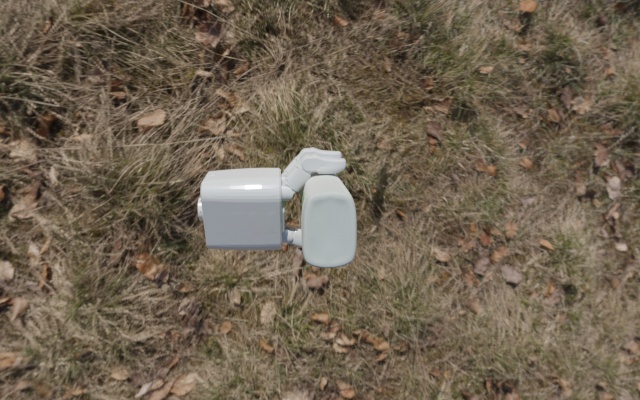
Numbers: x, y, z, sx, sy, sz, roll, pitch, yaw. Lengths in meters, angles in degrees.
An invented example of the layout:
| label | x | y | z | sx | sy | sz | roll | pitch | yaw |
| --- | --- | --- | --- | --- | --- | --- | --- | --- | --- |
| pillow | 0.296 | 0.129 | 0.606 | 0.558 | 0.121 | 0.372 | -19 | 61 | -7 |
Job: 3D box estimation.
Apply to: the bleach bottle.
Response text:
| label | x | y | z | sx | sy | sz | roll | pitch | yaw |
| --- | --- | --- | --- | --- | --- | --- | --- | --- | --- |
| bleach bottle | 0.000 | 0.002 | 0.694 | 0.068 | 0.102 | 0.250 | -1 | 16 | -5 |
